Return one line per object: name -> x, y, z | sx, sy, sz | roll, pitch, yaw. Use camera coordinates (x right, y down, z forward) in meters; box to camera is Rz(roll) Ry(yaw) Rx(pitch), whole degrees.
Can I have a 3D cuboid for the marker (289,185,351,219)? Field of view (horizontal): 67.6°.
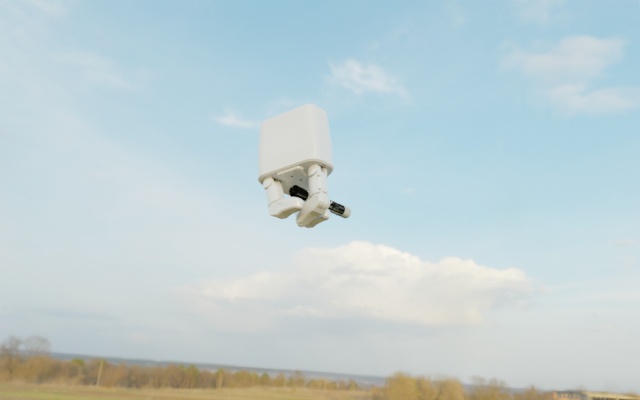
marker -> 0.000, 0.002, 0.710 | 0.020, 0.020, 0.121 | 0, -17, 46
